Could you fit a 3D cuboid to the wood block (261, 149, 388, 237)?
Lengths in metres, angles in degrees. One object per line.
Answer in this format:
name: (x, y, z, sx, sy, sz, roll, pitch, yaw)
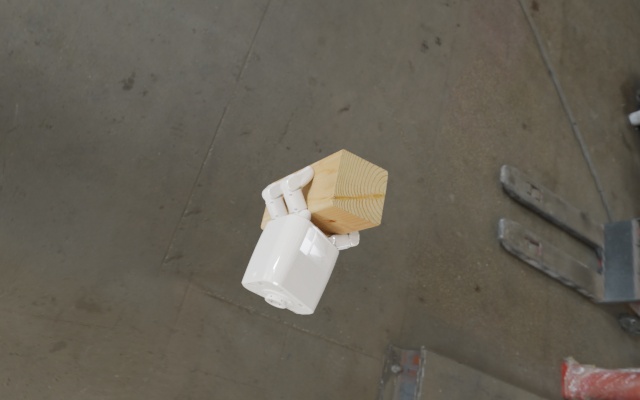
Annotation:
wood block: (0.000, 0.003, 0.759, 0.091, 0.090, 0.206, 24, -24, -29)
